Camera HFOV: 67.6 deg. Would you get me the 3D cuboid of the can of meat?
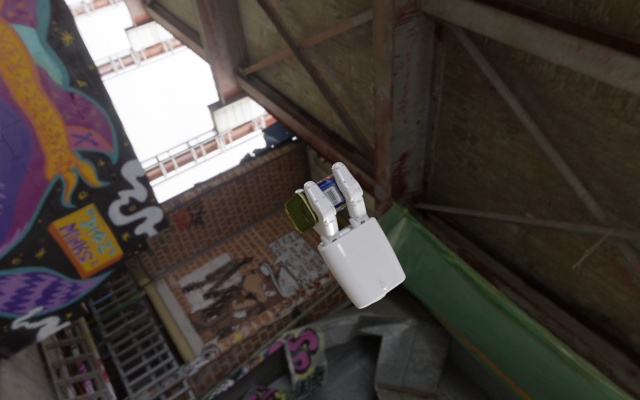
[{"bbox_3d":[0.000,0.002,0.747,0.084,0.057,0.102,-30,-4,-22],"label":"can of meat"}]
